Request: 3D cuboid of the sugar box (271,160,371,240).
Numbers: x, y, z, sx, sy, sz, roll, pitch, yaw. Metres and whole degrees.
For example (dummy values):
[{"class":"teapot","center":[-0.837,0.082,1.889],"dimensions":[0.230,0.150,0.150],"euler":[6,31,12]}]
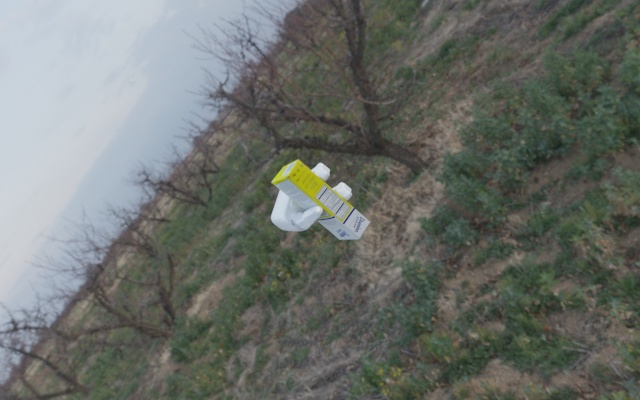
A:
[{"class":"sugar box","center":[0.000,0.002,0.874],"dimensions":[0.176,0.048,0.093],"euler":[38,-17,-15]}]
